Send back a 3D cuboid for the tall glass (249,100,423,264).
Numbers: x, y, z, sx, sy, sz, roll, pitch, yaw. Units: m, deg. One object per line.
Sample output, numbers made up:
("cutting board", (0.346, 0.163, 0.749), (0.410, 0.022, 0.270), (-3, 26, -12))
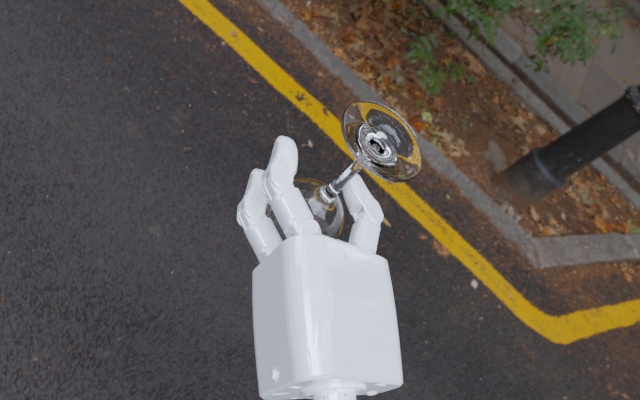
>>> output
("tall glass", (0.000, 0.001, 0.434), (0.079, 0.079, 0.201), (0, -28, -33))
